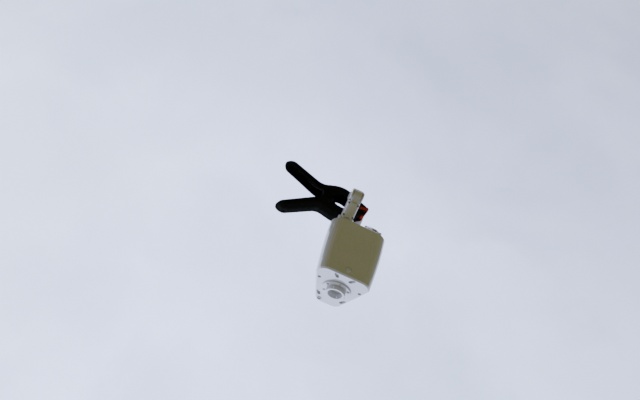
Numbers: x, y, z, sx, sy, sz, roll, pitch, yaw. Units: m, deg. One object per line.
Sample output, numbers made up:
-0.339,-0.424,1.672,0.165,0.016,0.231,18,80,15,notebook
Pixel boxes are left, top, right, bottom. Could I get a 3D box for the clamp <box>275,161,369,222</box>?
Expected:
0.000,0.003,0.844,0.171,0.120,0.039,25,-41,-4,clamp
